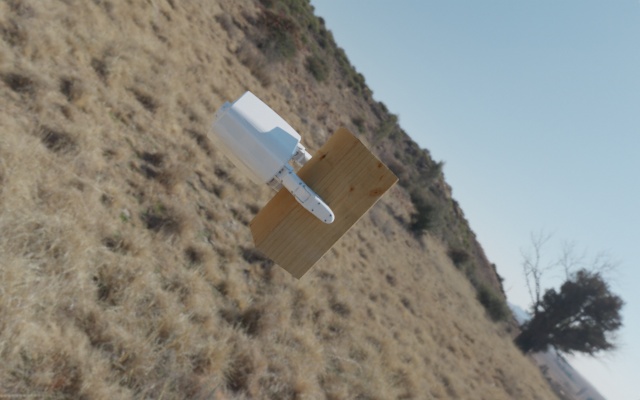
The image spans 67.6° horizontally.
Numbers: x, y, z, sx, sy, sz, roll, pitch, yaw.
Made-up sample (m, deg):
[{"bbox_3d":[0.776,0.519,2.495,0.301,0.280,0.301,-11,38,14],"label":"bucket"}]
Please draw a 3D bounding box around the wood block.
[{"bbox_3d":[0.000,0.002,0.705,0.090,0.206,0.090,41,7,-25],"label":"wood block"}]
